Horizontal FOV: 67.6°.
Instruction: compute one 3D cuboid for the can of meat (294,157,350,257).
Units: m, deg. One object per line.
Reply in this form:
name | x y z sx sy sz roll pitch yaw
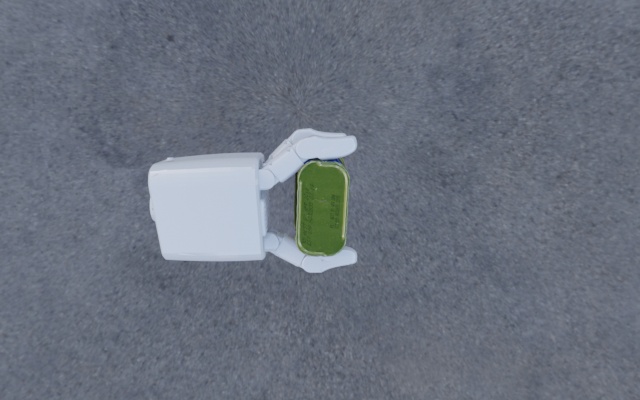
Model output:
can of meat | 0.000 0.002 0.507 0.057 0.102 0.084 2 11 -2
